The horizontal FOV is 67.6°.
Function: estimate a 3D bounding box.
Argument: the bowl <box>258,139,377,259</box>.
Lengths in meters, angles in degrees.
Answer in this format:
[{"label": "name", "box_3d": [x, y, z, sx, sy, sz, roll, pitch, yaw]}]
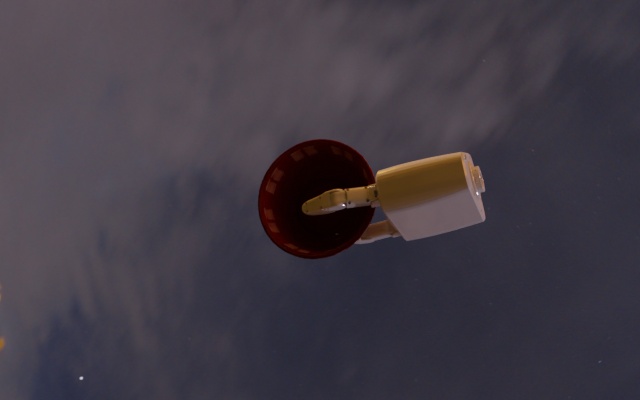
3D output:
[{"label": "bowl", "box_3d": [-0.001, 0.002, 0.643, 0.162, 0.162, 0.055, 0, -15, 16]}]
